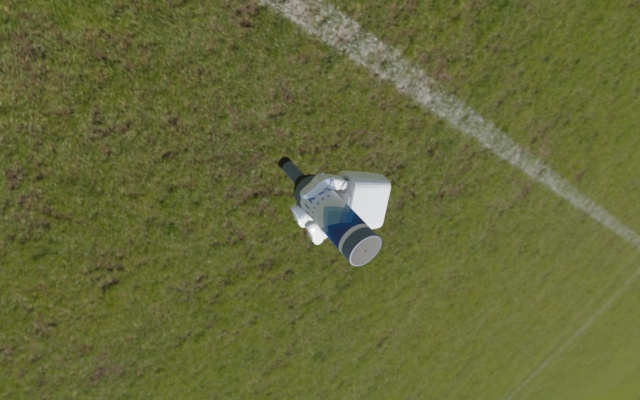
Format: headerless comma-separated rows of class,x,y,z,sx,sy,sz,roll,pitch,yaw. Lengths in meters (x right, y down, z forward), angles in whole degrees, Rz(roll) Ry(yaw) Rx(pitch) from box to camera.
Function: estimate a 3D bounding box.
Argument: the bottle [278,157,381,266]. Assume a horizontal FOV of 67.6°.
bottle,0.000,0.003,0.900,0.069,0.069,0.295,0,34,-39
